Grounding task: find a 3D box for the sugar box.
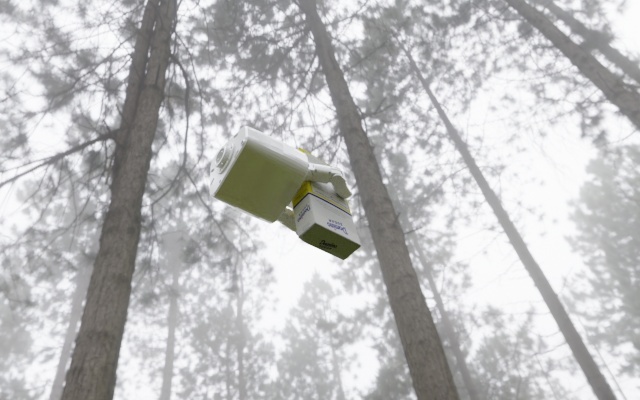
[{"bbox_3d":[0.000,0.003,0.741,0.093,0.176,0.048,29,-57,-32],"label":"sugar box"}]
